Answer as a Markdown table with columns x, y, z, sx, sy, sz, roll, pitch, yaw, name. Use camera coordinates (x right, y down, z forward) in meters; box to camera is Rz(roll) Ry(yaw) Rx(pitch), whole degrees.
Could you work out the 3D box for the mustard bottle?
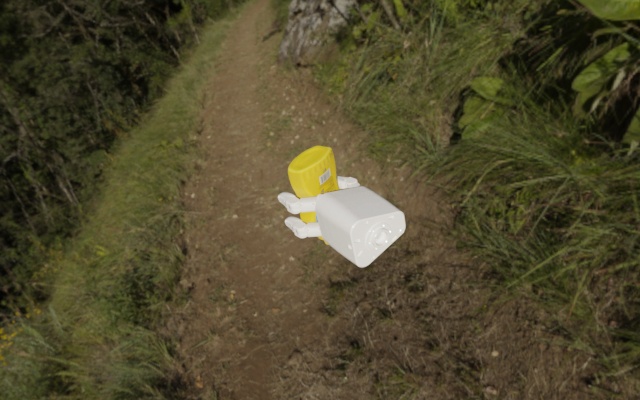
| x | y | z | sx | sy | sz | roll | pitch | yaw | name |
| --- | --- | --- | --- | --- | --- | --- | --- | --- | --- |
| 0.000 | 0.003 | 0.880 | 0.058 | 0.192 | 0.096 | 12 | 40 | 35 | mustard bottle |
